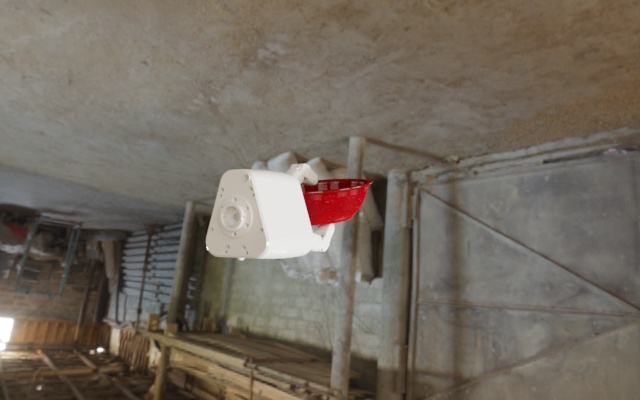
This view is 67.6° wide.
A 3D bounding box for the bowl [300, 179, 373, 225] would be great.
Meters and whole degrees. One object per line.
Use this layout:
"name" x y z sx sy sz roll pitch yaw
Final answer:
"bowl" 0.001 0.003 0.730 0.162 0.055 0.162 -5 8 1
